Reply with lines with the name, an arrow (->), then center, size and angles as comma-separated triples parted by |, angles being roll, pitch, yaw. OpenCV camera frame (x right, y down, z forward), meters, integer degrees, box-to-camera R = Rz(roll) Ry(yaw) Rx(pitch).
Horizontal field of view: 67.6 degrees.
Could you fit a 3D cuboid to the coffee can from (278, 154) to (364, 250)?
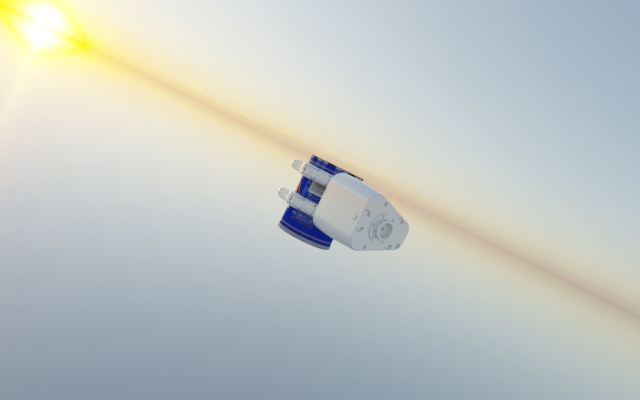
coffee can -> 0.000, 0.003, 0.848 | 0.103, 0.140, 0.103 | 26, 4, -2
